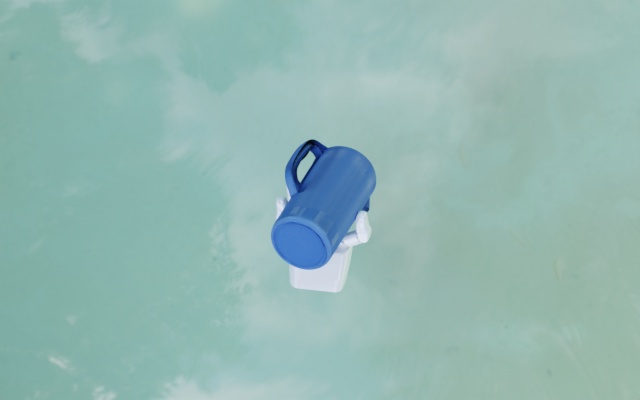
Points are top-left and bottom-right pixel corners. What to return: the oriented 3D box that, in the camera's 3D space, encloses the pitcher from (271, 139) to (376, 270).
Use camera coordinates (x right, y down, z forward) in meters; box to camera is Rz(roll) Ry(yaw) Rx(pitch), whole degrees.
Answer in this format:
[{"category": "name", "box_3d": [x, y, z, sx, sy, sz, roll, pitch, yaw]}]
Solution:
[{"category": "pitcher", "box_3d": [0.000, 0.003, 0.855, 0.149, 0.145, 0.242, 16, 36, 13]}]
